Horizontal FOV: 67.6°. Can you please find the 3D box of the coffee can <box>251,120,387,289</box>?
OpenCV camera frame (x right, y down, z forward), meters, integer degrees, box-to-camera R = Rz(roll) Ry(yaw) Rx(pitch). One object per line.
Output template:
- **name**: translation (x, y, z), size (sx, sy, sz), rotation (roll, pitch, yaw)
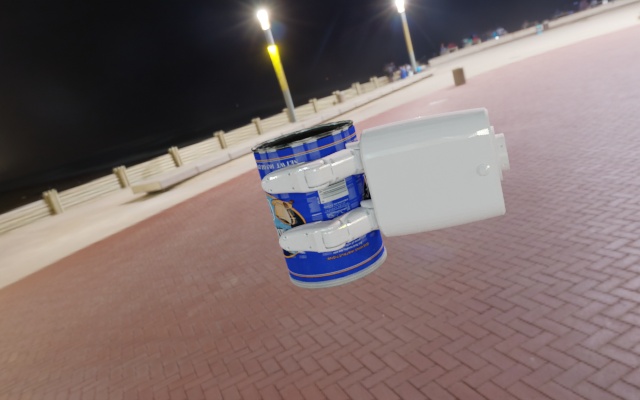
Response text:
- **coffee can**: translation (0.000, 0.002, 0.476), size (0.103, 0.140, 0.102), rotation (-15, 14, 4)
